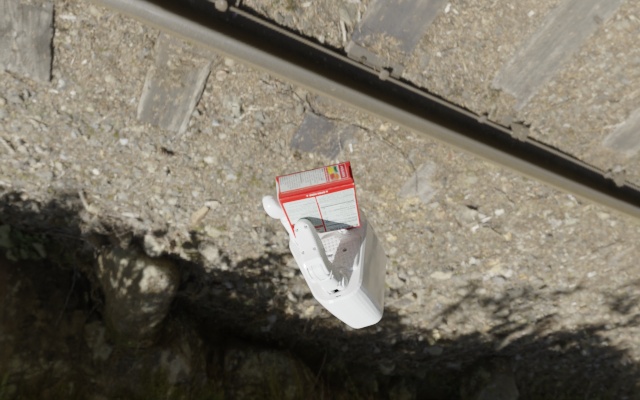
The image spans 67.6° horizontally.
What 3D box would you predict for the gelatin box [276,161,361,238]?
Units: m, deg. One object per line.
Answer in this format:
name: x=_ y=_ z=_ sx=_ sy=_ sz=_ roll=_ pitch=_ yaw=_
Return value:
gelatin box: x=0.000 y=0.002 z=0.482 sx=0.073 sy=0.030 sz=0.089 roll=-12 pitch=-31 yaw=3
